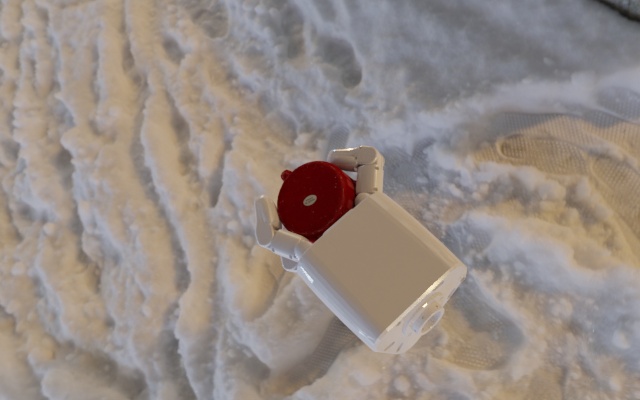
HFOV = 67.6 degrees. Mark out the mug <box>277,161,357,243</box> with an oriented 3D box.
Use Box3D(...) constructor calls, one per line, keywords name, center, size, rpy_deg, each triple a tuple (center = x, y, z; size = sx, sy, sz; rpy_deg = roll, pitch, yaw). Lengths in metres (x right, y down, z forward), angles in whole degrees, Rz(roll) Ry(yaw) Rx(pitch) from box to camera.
Box3D(name="mug", center=(-0.001, 0.001, 0.513), size=(0.117, 0.093, 0.081), rpy_deg=(43, 5, 33))
